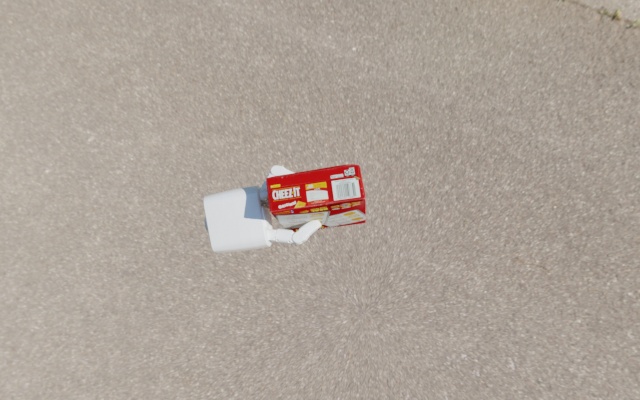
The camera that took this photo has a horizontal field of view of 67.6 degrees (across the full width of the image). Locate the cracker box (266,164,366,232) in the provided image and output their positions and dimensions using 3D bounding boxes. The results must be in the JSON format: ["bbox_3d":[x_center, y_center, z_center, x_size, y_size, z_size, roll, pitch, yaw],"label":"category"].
[{"bbox_3d":[0.000,0.003,0.898,0.164,0.072,0.214,-9,-14,3],"label":"cracker box"}]
